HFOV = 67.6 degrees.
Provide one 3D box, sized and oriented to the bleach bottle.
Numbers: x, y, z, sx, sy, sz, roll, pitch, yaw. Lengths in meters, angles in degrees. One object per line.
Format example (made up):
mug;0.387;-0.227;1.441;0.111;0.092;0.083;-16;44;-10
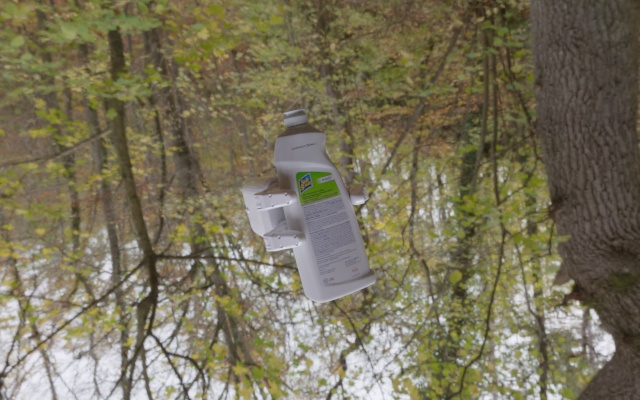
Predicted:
bleach bottle;0.000;0.002;0.641;0.102;0.251;0.068;-17;10;-24
